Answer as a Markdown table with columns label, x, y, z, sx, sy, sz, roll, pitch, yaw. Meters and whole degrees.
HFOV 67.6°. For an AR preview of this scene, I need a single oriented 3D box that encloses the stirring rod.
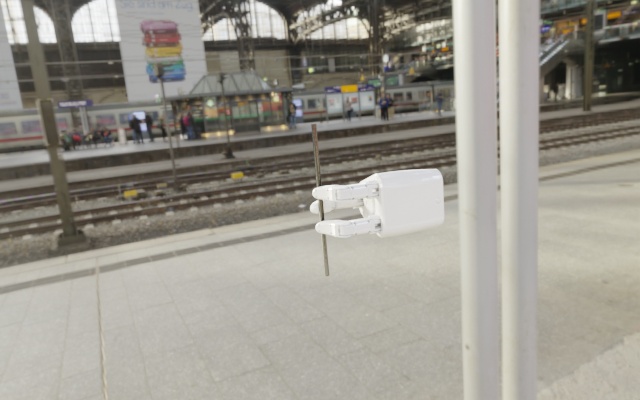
| label | x | y | z | sx | sy | sz | roll | pitch | yaw |
| --- | --- | --- | --- | --- | --- | --- | --- | --- | --- |
| stirring rod | 0.000 | 0.003 | 0.742 | 0.011 | 0.239 | 0.011 | -5 | 11 | 1 |
